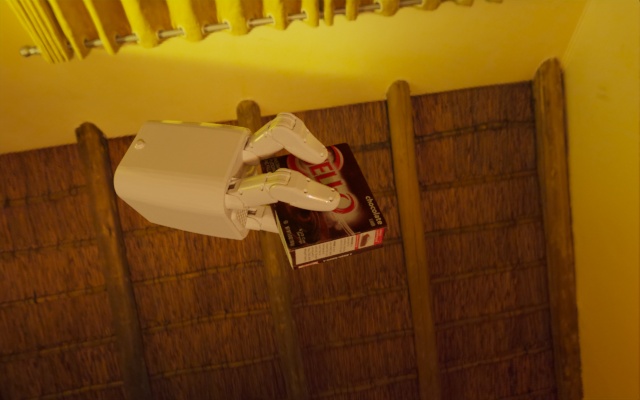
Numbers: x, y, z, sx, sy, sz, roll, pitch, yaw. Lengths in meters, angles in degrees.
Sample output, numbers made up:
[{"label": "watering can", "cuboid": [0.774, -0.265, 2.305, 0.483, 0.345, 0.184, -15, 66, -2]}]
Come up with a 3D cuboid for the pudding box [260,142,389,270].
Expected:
[{"label": "pudding box", "cuboid": [0.000, 0.002, 0.445, 0.090, 0.113, 0.039, -14, -36, -11]}]
